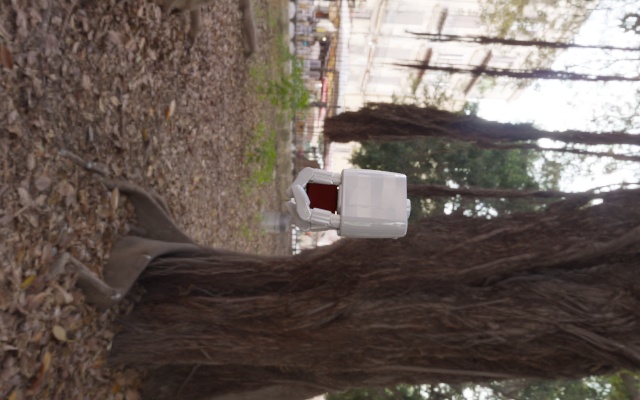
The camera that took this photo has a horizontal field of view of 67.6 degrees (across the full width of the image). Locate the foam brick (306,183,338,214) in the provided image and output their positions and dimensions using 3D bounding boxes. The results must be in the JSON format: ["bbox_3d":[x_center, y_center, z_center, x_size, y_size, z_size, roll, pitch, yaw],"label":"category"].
[{"bbox_3d":[0.000,0.003,0.807,0.051,0.053,0.078,4,-6,-1],"label":"foam brick"}]
